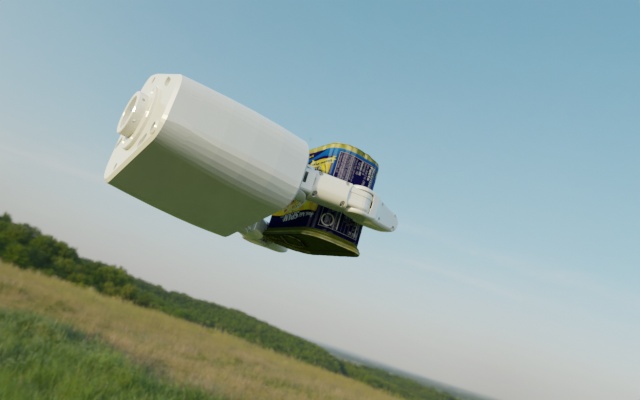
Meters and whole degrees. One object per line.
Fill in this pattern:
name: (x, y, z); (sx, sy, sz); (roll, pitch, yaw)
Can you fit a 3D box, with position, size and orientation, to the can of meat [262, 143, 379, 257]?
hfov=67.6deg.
can of meat: (0.000, 0.001, 0.427); (0.057, 0.084, 0.102); (26, -17, -29)
